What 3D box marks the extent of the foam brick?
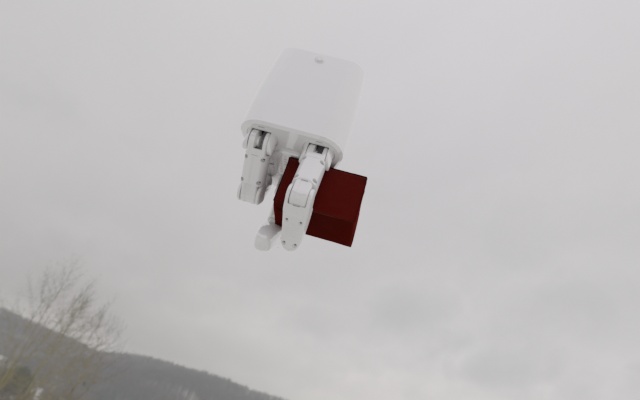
[{"bbox_3d":[0.000,0.002,0.448,0.078,0.051,0.053,16,-30,6],"label":"foam brick"}]
